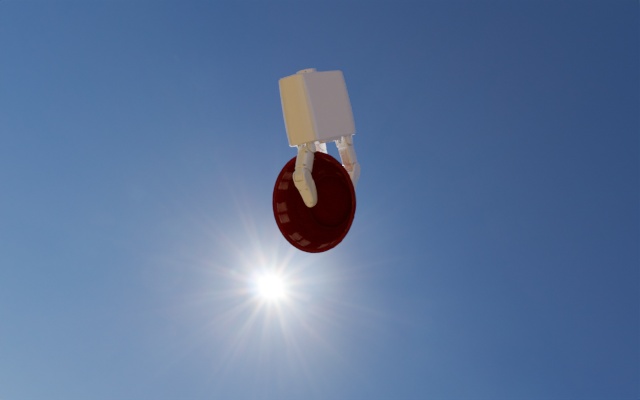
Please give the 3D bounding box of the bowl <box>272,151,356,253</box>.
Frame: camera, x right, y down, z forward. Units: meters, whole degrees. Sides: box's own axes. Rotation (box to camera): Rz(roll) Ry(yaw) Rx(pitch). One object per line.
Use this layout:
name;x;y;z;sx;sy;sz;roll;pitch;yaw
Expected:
bowl;0.000;0.004;0.772;0.162;0.162;0.055;0;1;35
